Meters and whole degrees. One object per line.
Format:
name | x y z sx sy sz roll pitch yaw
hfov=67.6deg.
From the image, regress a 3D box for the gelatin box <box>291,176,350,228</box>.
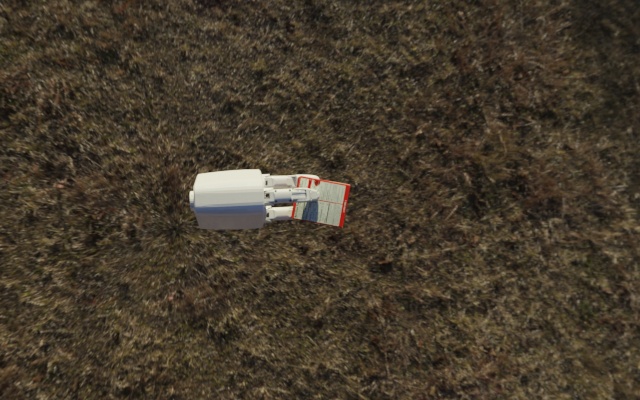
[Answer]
gelatin box | 0.000 0.003 0.799 0.089 0.073 0.030 10 -3 -2
